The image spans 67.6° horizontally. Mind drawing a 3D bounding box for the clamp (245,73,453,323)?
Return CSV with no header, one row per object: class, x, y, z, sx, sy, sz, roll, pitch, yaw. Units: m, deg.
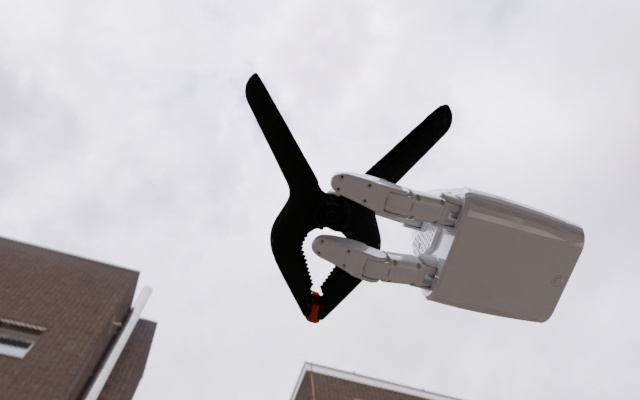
clamp,0.000,0.002,0.402,0.164,0.210,0.036,16,16,-4
